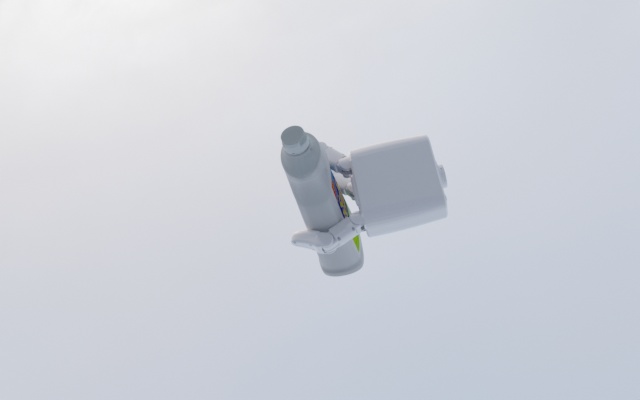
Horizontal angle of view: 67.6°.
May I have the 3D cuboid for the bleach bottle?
[{"bbox_3d":[0.000,0.002,0.633,0.068,0.102,0.251,-13,-37,8],"label":"bleach bottle"}]
